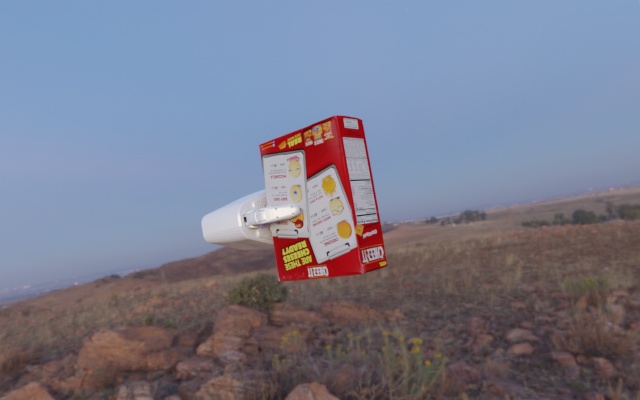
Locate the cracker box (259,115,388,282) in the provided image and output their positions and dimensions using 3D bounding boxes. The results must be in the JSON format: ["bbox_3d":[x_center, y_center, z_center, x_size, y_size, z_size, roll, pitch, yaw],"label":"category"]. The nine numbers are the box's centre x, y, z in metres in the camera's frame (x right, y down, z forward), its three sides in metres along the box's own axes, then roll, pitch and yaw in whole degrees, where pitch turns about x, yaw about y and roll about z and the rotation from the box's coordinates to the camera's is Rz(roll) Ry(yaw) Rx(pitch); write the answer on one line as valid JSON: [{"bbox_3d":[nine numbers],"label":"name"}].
[{"bbox_3d":[0.000,0.002,0.696,0.164,0.213,0.072,-13,-5,42],"label":"cracker box"}]
